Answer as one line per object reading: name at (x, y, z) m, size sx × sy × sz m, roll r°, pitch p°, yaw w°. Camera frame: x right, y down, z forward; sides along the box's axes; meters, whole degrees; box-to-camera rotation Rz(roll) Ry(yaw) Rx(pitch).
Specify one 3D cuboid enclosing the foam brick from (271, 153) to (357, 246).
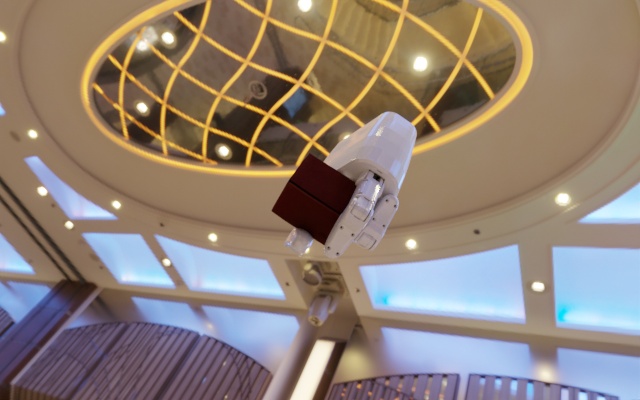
foam brick at (0.000, 0.001, 0.484) m, size 0.078 × 0.051 × 0.053 m, roll 33°, pitch -44°, yaw -4°
